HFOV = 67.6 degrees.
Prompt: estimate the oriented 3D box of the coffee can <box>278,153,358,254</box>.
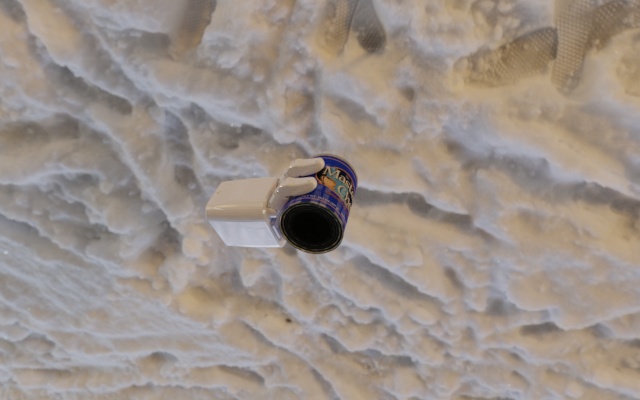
[{"bbox_3d":[0.000,0.003,0.776,0.103,0.103,0.140,0,36,15],"label":"coffee can"}]
